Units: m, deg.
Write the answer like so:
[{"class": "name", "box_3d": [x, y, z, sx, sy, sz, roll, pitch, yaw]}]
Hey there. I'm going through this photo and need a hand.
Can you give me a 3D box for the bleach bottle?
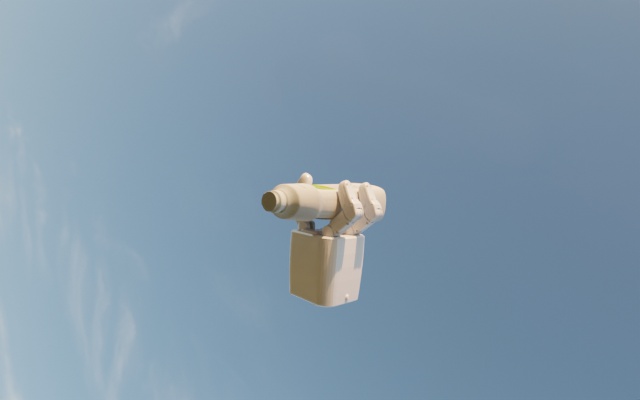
[{"class": "bleach bottle", "box_3d": [0.000, 0.002, 0.747, 0.102, 0.068, 0.251, 5, 2, 38]}]
